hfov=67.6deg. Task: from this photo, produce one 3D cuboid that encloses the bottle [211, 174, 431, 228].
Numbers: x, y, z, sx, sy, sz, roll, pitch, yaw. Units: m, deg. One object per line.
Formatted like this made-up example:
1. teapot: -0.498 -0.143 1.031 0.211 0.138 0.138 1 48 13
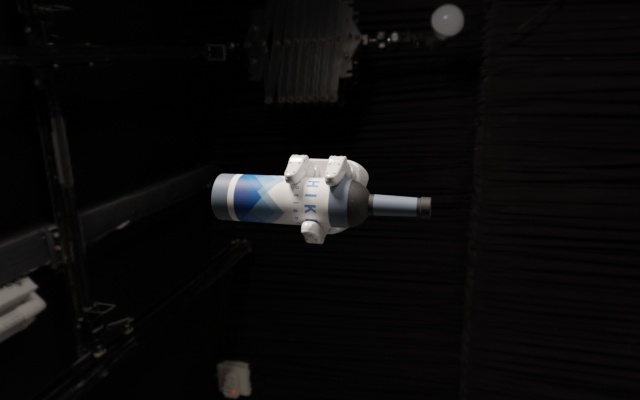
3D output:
1. bottle: 0.000 0.002 0.652 0.296 0.069 0.069 3 1 14
